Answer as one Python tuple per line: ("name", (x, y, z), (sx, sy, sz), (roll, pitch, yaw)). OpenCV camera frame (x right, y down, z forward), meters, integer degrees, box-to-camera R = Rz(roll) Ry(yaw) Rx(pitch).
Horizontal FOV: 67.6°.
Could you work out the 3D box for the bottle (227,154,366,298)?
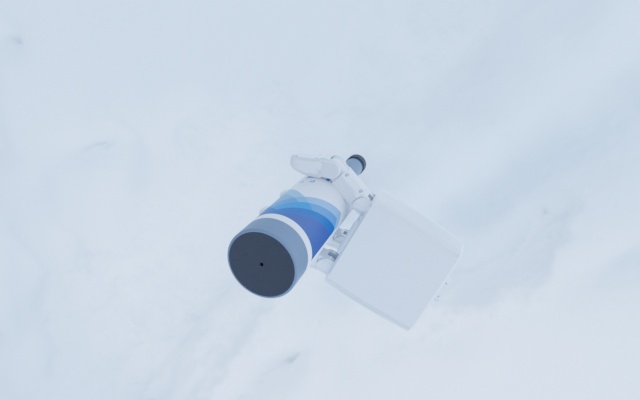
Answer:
("bottle", (0.000, 0.002, 0.531), (0.069, 0.069, 0.295), (0, 21, 21))
